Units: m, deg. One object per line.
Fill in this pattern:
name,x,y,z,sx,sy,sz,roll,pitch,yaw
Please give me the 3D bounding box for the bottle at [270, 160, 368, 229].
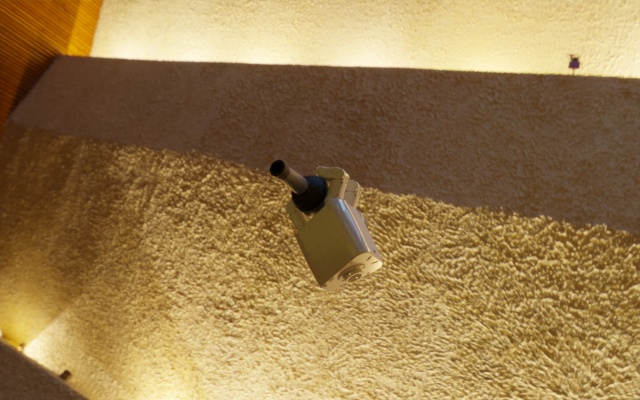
bottle,0.000,0.003,0.836,0.069,0.069,0.296,0,-21,28
